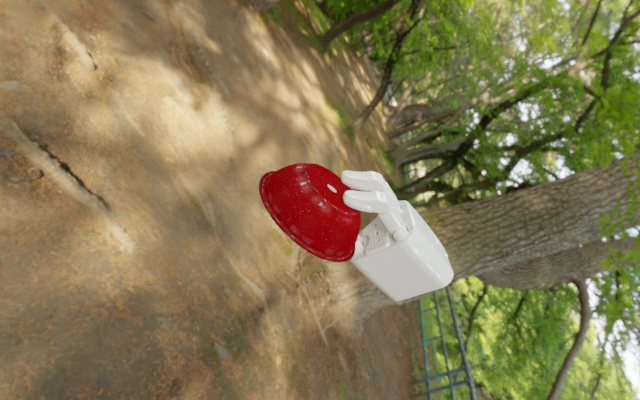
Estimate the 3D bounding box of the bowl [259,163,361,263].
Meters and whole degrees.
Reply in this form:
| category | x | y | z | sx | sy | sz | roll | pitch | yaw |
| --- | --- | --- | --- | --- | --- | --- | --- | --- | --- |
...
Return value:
| category | x | y | z | sx | sy | sz | roll | pitch | yaw |
| --- | --- | --- | --- | --- | --- | --- | --- | --- | --- |
| bowl | -0.001 | 0.001 | 0.627 | 0.055 | 0.162 | 0.162 | -48 | -25 | 24 |
